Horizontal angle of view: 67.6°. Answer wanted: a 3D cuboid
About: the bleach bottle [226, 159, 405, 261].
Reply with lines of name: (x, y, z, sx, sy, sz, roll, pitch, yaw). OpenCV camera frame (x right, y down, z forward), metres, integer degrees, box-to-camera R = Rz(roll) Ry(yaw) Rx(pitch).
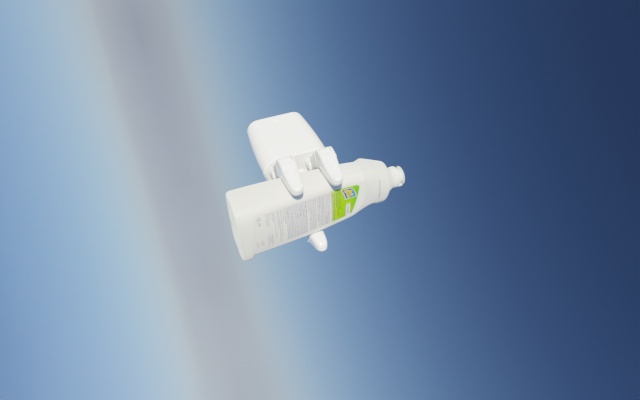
bleach bottle: (0.000, 0.002, 0.672, 0.251, 0.103, 0.068, -16, 47, -15)
